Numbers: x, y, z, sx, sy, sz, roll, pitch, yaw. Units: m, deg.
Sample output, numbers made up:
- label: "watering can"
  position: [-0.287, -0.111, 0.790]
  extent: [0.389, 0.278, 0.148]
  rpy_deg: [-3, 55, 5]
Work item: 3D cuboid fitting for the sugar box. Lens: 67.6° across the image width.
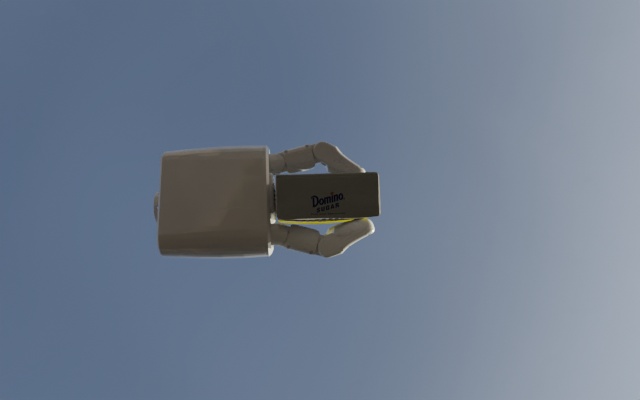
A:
- label: "sugar box"
  position: [0.000, 0.002, 0.498]
  extent: [0.093, 0.048, 0.176]
  rpy_deg: [-2, -1, -4]
